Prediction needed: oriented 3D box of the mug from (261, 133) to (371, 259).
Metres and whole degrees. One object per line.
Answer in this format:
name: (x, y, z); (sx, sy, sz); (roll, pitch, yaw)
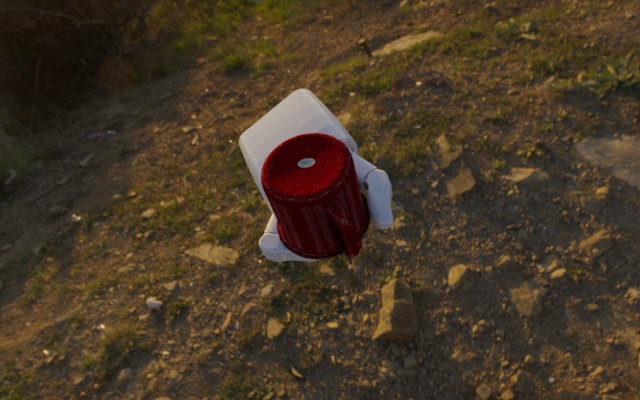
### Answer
mug: (0.001, 0.002, 0.426); (0.093, 0.117, 0.082); (-28, -38, -8)
